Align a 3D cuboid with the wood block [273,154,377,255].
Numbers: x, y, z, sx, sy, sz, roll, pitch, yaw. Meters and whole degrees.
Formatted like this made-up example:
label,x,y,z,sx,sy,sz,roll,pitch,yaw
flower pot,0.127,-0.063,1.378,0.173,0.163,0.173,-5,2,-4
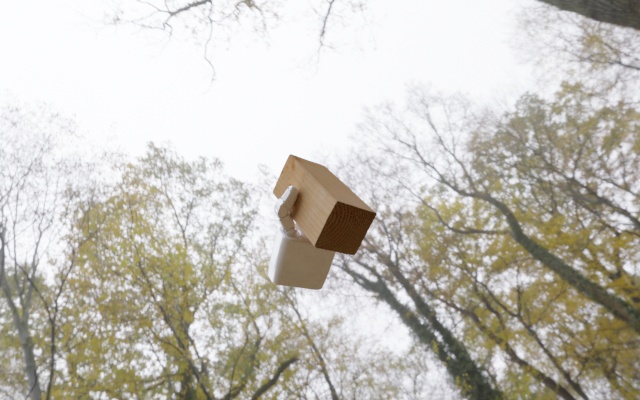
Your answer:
label,x,y,z,sx,sy,sz,roll,pitch,yaw
wood block,0.000,0.003,0.875,0.091,0.090,0.206,16,18,-34
